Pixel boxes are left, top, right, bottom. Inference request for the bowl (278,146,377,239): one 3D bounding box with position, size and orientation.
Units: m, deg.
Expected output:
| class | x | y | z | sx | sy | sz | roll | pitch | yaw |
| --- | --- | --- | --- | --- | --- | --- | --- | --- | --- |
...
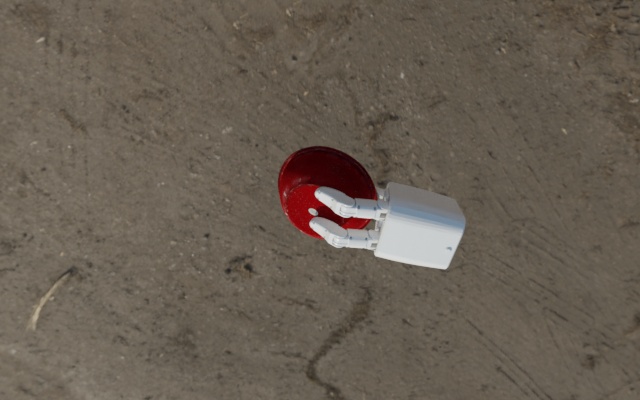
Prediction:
| class | x | y | z | sx | sy | sz | roll | pitch | yaw |
| --- | --- | --- | --- | --- | --- | --- | --- | --- | --- |
| bowl | -0.001 | 0.002 | 0.716 | 0.162 | 0.162 | 0.055 | 0 | 31 | 23 |
